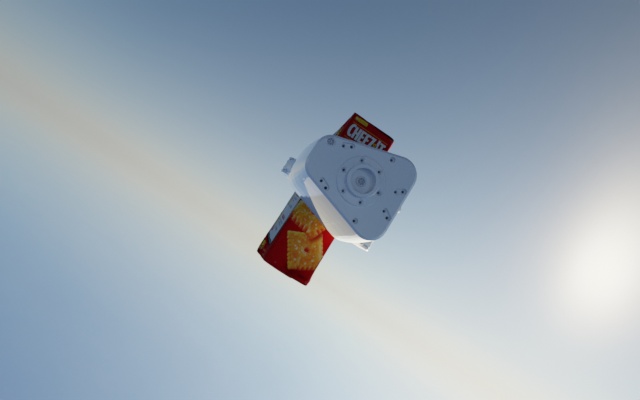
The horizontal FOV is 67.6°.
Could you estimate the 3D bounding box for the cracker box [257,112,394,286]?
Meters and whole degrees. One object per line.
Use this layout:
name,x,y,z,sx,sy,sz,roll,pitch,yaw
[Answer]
cracker box,0.000,0.002,0.653,0.072,0.213,0.164,34,-8,-7
